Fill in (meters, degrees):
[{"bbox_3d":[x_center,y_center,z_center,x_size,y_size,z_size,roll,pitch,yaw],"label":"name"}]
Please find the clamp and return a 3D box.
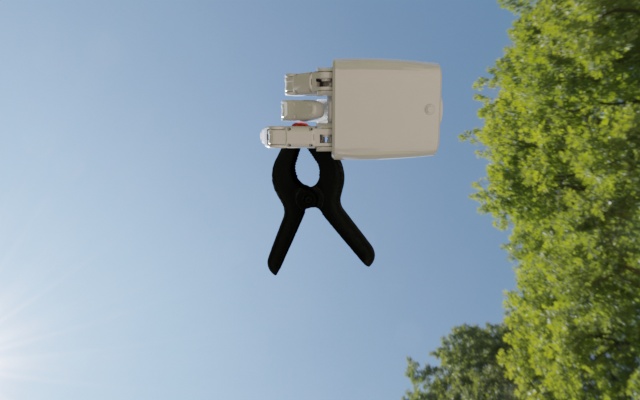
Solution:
[{"bbox_3d":[0.000,0.001,0.521,0.120,0.171,0.039,1,13,3],"label":"clamp"}]
